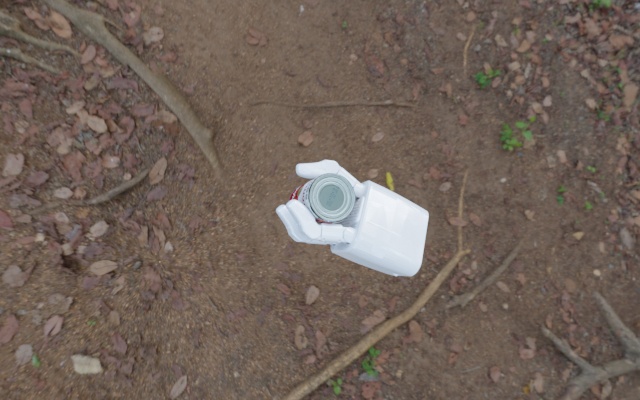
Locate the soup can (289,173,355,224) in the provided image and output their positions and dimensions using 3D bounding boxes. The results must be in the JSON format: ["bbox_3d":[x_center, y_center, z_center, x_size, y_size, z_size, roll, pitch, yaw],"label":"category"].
[{"bbox_3d":[0.000,0.002,0.672,0.068,0.068,0.102,0,-7,-19],"label":"soup can"}]
